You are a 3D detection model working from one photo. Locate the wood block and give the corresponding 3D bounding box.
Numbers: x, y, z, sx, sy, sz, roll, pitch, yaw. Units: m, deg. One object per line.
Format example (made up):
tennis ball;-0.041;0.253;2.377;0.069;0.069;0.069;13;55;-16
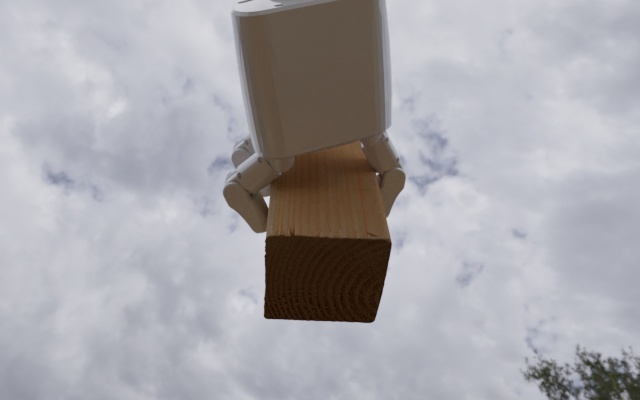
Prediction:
wood block;0.000;0.001;0.435;0.091;0.090;0.206;3;36;-4
